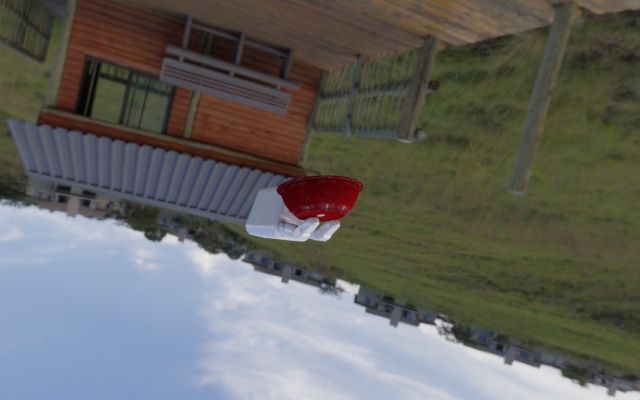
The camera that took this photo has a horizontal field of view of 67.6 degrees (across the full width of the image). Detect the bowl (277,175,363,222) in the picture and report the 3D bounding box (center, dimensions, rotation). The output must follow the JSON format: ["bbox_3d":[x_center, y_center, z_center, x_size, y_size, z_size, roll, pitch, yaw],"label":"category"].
[{"bbox_3d":[0.001,0.003,0.882,0.162,0.055,0.162,-3,-15,-1],"label":"bowl"}]
